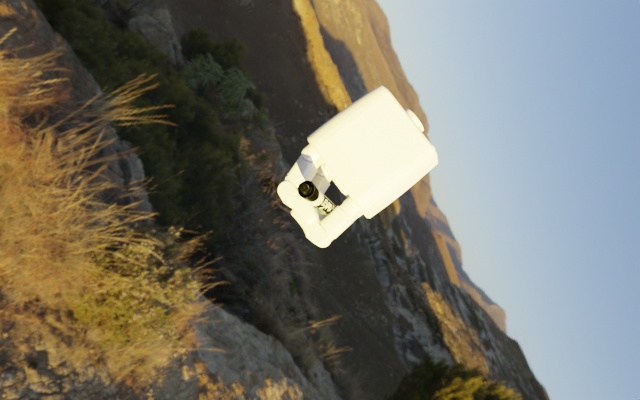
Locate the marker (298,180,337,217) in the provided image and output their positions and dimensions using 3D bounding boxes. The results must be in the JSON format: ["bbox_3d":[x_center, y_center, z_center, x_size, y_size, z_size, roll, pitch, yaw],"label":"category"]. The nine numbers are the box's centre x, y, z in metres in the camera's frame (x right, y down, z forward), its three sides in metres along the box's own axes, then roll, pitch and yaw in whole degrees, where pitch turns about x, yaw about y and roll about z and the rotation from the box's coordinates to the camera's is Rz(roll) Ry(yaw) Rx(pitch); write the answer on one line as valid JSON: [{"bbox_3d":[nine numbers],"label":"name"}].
[{"bbox_3d":[0.000,0.002,0.526,0.020,0.020,0.121,0,-14,16],"label":"marker"}]
